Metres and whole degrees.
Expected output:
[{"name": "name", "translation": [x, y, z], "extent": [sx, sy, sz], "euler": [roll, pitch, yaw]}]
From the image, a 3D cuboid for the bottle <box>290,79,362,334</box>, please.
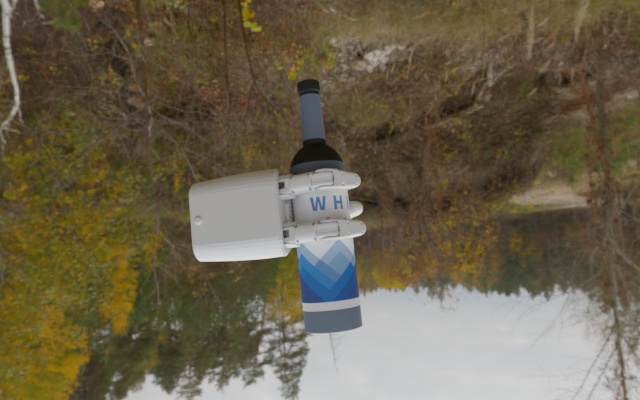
[{"name": "bottle", "translation": [0.000, 0.002, 0.566], "extent": [0.069, 0.295, 0.069], "euler": [-6, -7, -1]}]
